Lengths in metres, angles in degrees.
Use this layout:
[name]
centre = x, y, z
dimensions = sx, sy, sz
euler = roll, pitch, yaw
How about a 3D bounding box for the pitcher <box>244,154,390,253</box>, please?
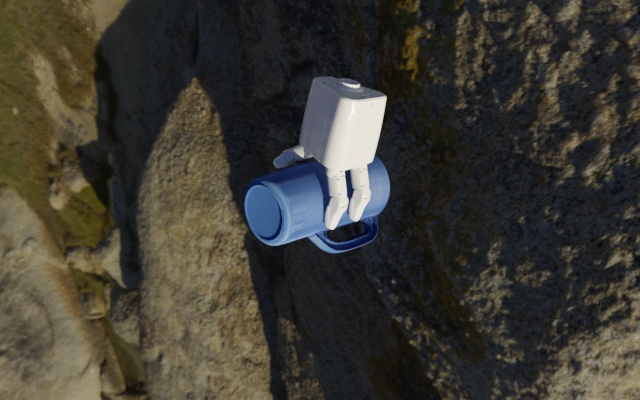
[pitcher]
centre = 0.000, 0.002, 0.799
dimensions = 0.149, 0.145, 0.243
euler = 35, 35, 32
